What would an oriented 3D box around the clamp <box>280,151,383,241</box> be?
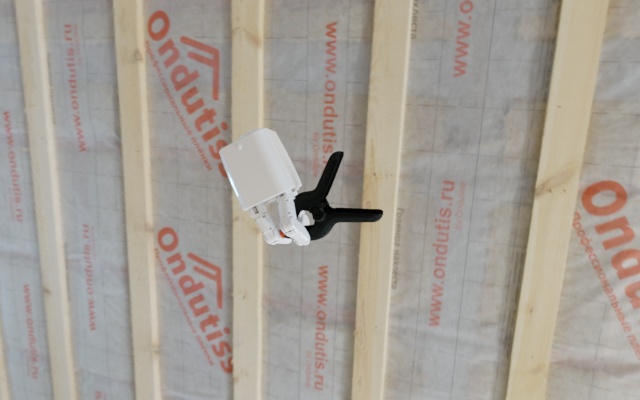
[{"bbox_3d":[0.000,0.002,0.742,0.171,0.120,0.039,-23,1,24],"label":"clamp"}]
